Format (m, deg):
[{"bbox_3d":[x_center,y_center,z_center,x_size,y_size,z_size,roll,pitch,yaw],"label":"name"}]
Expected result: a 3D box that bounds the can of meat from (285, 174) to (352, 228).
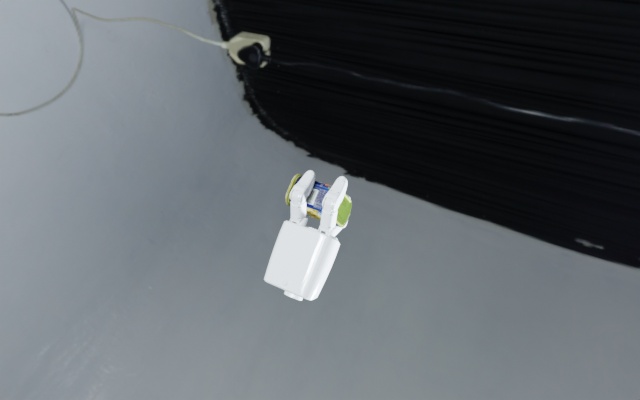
[{"bbox_3d":[0.000,0.003,0.824,0.084,0.057,0.102,19,-11,24],"label":"can of meat"}]
